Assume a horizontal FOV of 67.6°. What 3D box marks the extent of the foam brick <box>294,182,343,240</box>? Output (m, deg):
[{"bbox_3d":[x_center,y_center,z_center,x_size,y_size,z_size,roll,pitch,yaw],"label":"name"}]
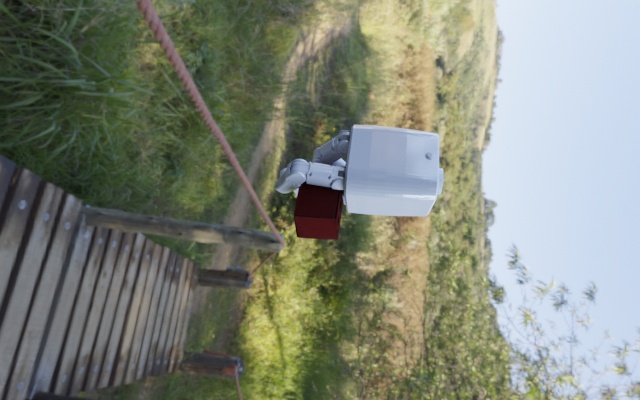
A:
[{"bbox_3d":[0.000,0.002,0.582,0.051,0.078,0.053,5,-32,6],"label":"foam brick"}]
